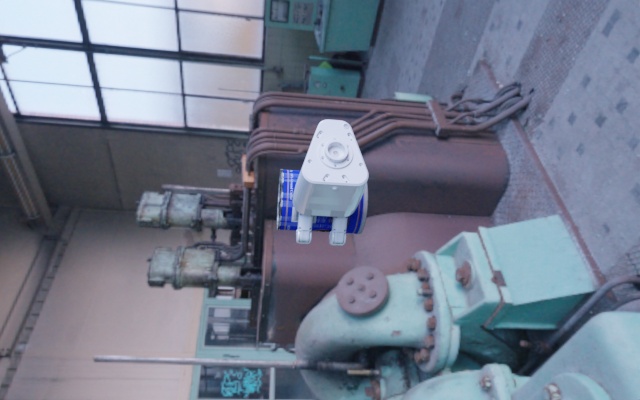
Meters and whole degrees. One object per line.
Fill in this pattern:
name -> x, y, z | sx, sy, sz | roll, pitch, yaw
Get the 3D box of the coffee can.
coffee can -> 0.000, 0.003, 0.801 | 0.140, 0.103, 0.103 | 3, 0, -7
